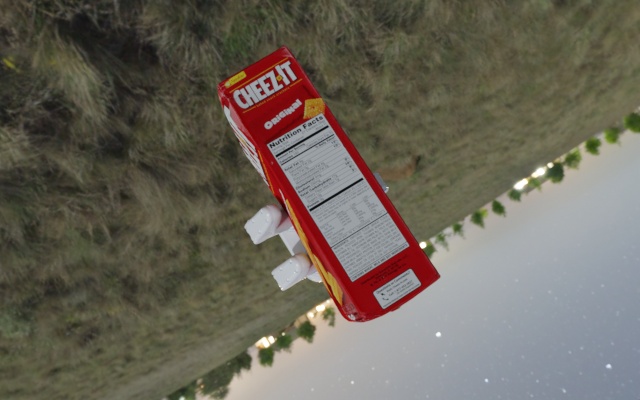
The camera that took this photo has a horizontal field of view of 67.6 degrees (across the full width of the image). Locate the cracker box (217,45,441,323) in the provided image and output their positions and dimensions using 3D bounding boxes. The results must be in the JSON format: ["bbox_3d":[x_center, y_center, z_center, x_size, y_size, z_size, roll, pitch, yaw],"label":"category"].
[{"bbox_3d":[0.000,0.001,0.422,0.072,0.213,0.164,-31,-11,-8],"label":"cracker box"}]
